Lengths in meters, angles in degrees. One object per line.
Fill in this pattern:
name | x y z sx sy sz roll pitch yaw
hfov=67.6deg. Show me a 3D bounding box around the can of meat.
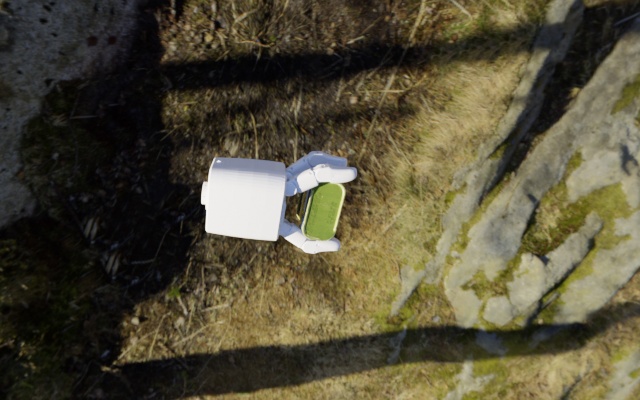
can of meat | 0.000 0.003 0.732 0.057 0.102 0.084 10 17 -10
